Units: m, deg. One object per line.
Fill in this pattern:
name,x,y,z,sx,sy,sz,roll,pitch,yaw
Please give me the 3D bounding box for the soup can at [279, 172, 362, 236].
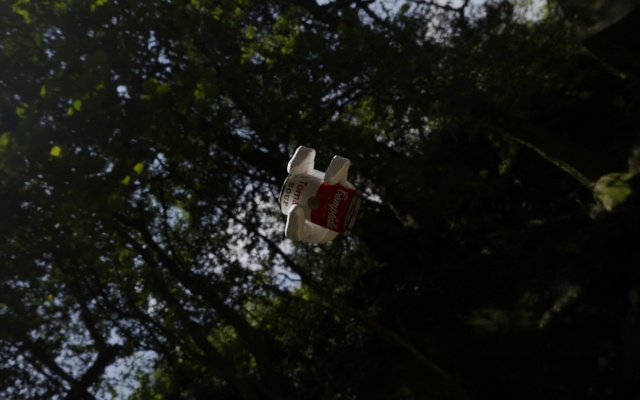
soup can,0.000,0.002,0.687,0.102,0.068,0.068,19,5,15
